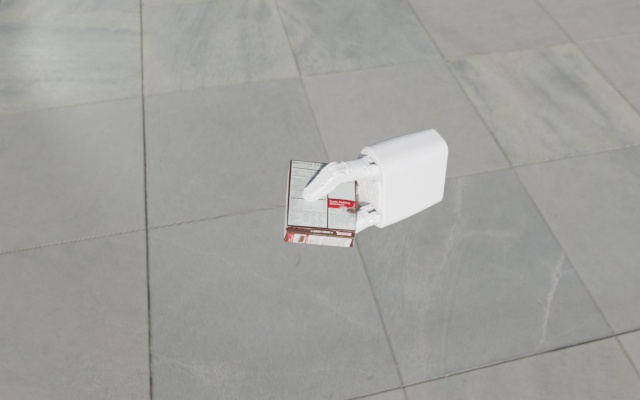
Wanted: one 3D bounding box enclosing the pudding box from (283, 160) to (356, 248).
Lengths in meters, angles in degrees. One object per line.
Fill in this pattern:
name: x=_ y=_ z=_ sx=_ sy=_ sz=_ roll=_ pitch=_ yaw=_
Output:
pudding box: x=0.000 y=0.002 z=0.619 sx=0.090 sy=0.113 sz=0.039 roll=5 pitch=-39 yaw=-4
